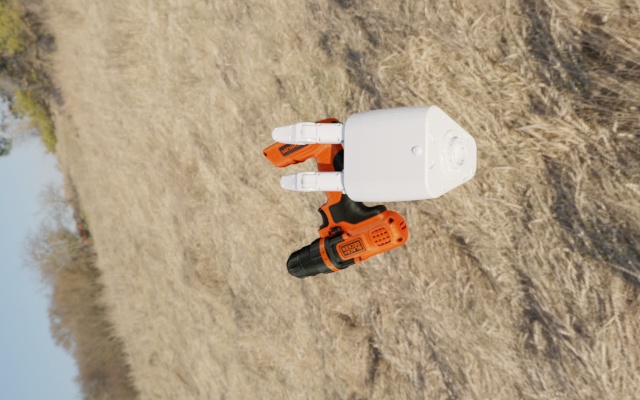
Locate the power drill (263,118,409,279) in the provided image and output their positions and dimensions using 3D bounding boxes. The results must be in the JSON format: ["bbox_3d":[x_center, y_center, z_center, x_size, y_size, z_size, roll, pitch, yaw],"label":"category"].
[{"bbox_3d":[0.000,0.002,0.622,0.184,0.187,0.057,-24,5,29],"label":"power drill"}]
